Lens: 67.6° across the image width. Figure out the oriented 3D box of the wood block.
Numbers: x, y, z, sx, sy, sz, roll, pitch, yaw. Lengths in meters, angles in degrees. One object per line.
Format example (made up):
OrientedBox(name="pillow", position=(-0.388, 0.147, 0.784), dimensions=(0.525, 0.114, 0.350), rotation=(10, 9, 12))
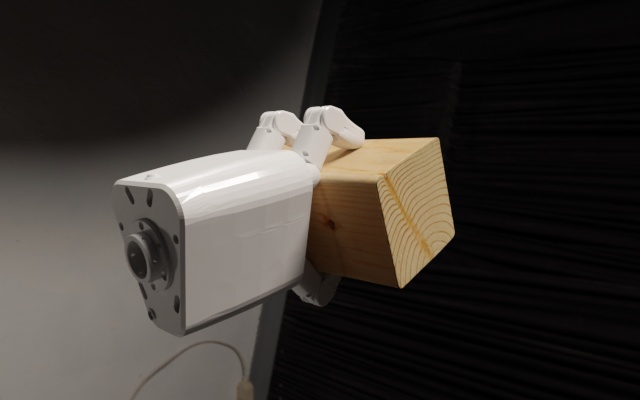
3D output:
OrientedBox(name="wood block", position=(0.000, 0.002, 0.429), dimensions=(0.206, 0.091, 0.090), rotation=(6, 29, 43))
